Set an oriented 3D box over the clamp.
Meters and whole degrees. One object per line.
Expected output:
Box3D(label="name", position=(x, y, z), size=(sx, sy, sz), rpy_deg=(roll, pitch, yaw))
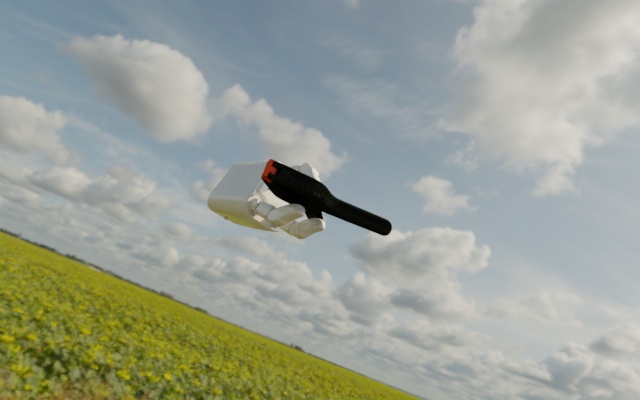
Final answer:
Box3D(label="clamp", position=(0.000, 0.001, 0.714), size=(0.164, 0.036, 0.210), rpy_deg=(4, -24, 39))
